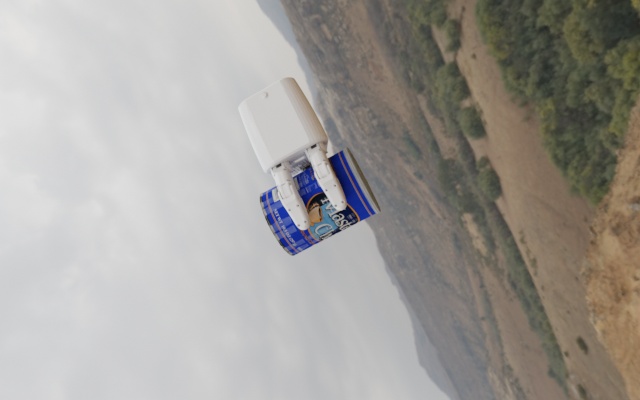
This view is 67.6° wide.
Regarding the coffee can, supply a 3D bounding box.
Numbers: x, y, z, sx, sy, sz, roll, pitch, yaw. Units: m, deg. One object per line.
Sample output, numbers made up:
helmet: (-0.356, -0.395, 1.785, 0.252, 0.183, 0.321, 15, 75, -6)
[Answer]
coffee can: (0.000, 0.002, 0.678, 0.140, 0.103, 0.103, -28, -4, 8)
